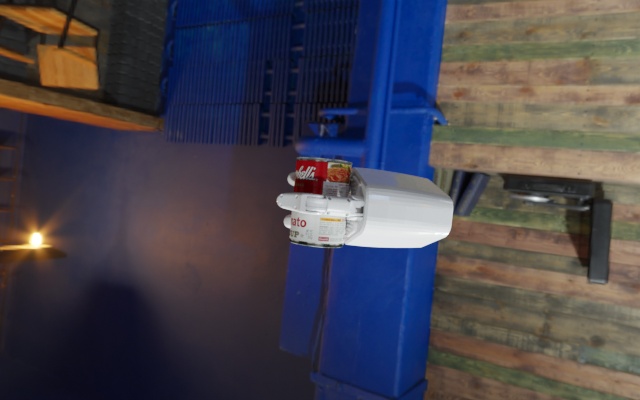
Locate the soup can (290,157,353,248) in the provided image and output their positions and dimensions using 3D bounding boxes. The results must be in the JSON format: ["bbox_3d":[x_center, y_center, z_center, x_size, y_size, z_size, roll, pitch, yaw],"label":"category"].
[{"bbox_3d":[0.000,0.002,0.576,0.068,0.102,0.068,6,1,0],"label":"soup can"}]
